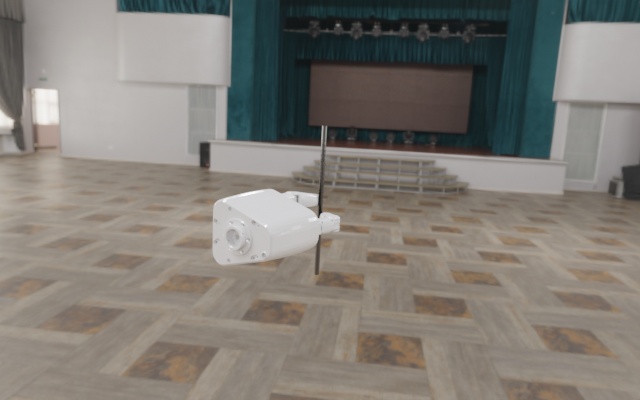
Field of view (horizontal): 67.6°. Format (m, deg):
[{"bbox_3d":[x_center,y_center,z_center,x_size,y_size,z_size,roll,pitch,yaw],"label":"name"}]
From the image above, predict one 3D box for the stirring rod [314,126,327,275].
[{"bbox_3d":[0.000,0.003,0.761,0.011,0.239,0.011,3,10,-1],"label":"stirring rod"}]
